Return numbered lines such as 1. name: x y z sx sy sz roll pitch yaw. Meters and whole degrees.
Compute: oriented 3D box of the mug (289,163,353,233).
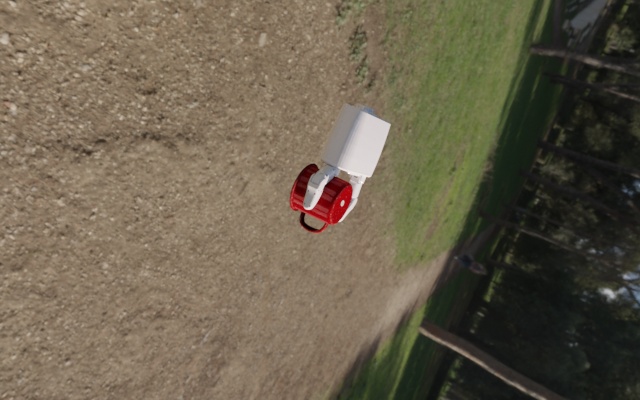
1. mug: 0.000 0.004 0.849 0.081 0.117 0.093 25 13 21
